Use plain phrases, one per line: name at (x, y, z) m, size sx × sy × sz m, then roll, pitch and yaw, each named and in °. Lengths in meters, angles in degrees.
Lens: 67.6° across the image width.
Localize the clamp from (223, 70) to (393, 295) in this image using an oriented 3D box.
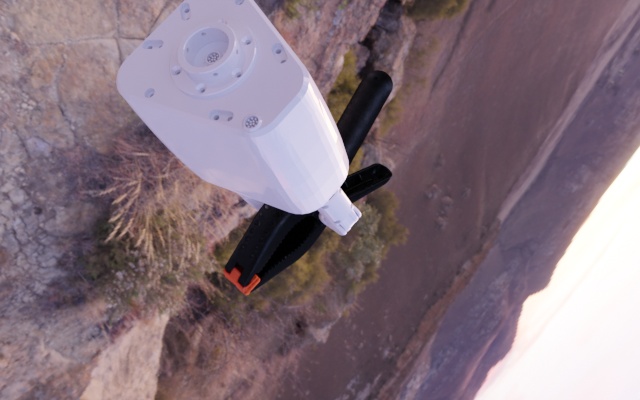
clamp at (0.000, 0.002, 0.438) m, size 0.036 × 0.210 × 0.165 m, roll 38°, pitch -9°, yaw 24°
